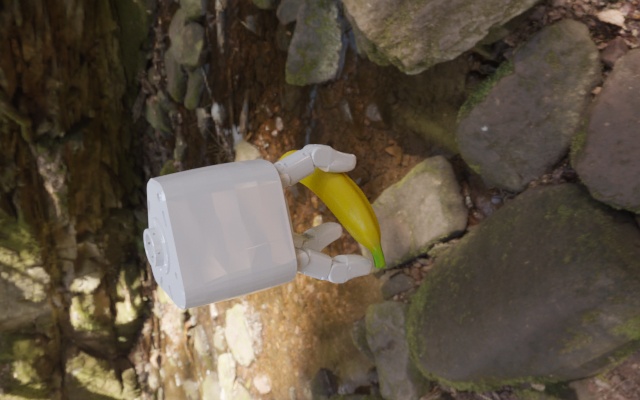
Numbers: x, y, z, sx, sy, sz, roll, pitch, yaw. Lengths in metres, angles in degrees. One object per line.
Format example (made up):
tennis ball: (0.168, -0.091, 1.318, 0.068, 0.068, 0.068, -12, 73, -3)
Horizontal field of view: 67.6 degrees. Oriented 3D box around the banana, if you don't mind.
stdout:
banana: (0.005, -0.011, 0.519, 0.037, 0.070, 0.197, -16, 46, -30)
